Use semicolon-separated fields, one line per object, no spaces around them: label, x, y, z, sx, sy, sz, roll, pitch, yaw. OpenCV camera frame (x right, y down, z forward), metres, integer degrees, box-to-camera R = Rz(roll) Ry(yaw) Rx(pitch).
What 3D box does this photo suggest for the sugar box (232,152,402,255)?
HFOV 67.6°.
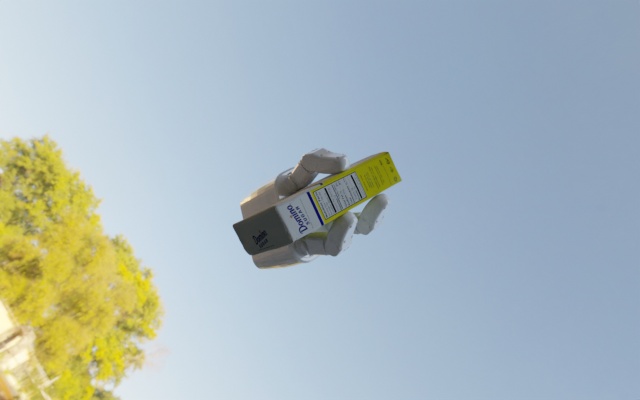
sugar box;0.000;0.002;0.527;0.176;0.048;0.093;-31;5;-38
